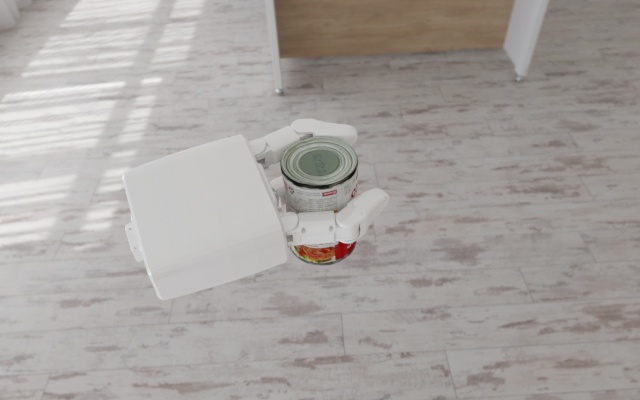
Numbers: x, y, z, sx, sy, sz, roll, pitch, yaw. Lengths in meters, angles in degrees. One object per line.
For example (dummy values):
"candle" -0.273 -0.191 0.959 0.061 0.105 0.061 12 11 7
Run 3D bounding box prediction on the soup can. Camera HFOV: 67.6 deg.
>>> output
"soup can" 0.001 0.001 0.434 0.068 0.102 0.068 -1 44 1
